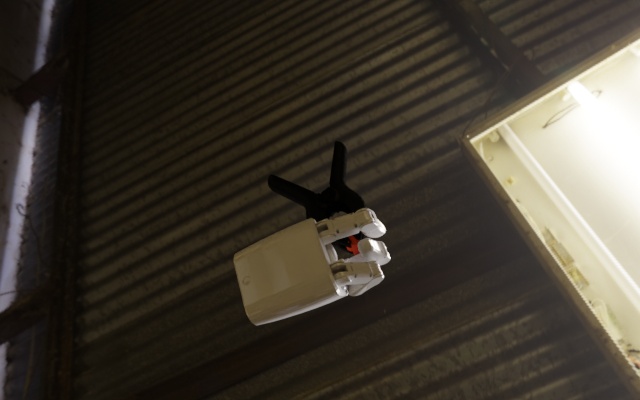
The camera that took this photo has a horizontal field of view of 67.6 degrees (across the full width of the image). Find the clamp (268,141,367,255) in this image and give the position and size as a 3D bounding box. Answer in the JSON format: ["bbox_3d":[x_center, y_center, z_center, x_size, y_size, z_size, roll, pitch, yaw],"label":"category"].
[{"bbox_3d":[0.000,0.002,0.633,0.120,0.171,0.039,-24,-37,6],"label":"clamp"}]
